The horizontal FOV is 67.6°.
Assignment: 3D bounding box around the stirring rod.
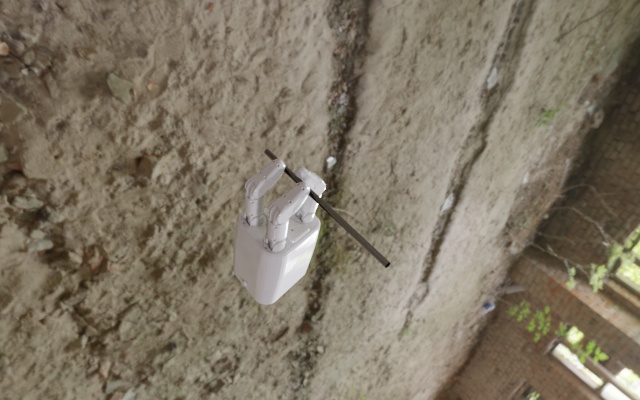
[{"bbox_3d":[0.000,0.002,0.589,0.011,0.011,0.239,0,35,-49],"label":"stirring rod"}]
